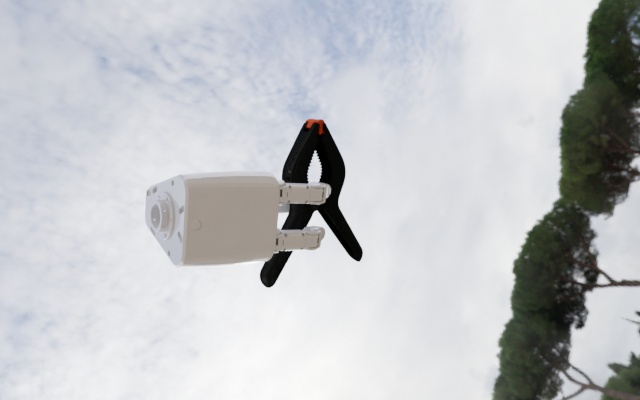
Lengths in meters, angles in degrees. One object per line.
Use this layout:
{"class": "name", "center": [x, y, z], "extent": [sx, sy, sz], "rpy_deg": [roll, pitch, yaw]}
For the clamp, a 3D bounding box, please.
{"class": "clamp", "center": [-0.001, 0.001, 0.621], "extent": [0.164, 0.210, 0.036], "rpy_deg": [-1, 11, -40]}
